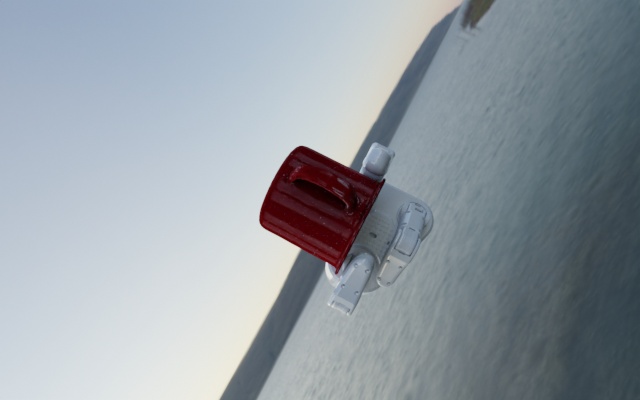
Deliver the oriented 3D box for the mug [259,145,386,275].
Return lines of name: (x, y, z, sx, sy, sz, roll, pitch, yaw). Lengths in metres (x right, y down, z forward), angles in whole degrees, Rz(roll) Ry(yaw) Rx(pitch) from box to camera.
mug: (0.000, 0.001, 0.403, 0.081, 0.093, 0.117, 27, -14, 6)
